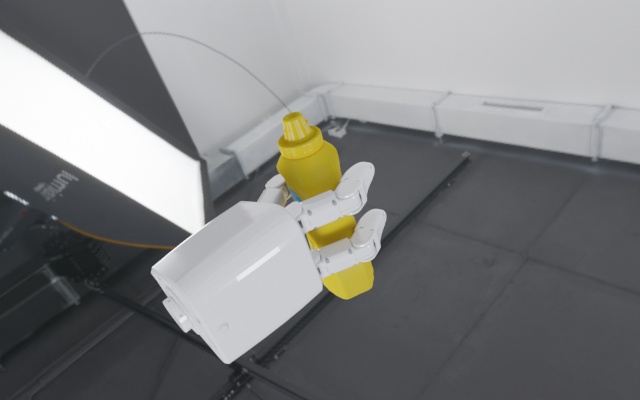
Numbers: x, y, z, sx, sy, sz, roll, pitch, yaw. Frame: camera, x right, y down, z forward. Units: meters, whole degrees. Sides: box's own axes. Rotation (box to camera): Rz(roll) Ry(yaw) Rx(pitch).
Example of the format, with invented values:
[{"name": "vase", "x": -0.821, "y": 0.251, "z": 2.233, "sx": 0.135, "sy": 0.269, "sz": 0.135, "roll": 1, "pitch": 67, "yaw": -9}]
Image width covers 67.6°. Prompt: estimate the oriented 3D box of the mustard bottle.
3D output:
[{"name": "mustard bottle", "x": 0.000, "y": 0.002, "z": 0.473, "sx": 0.058, "sy": 0.192, "sz": 0.096, "roll": -23, "pitch": 33, "yaw": -5}]
